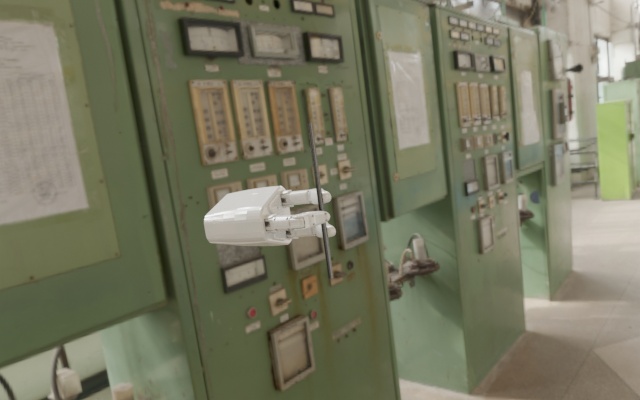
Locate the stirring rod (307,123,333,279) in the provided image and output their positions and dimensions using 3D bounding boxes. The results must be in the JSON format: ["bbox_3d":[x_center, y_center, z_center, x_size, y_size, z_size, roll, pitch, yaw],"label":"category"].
[{"bbox_3d":[0.000,0.002,0.729,0.011,0.239,0.011,-8,7,1],"label":"stirring rod"}]
